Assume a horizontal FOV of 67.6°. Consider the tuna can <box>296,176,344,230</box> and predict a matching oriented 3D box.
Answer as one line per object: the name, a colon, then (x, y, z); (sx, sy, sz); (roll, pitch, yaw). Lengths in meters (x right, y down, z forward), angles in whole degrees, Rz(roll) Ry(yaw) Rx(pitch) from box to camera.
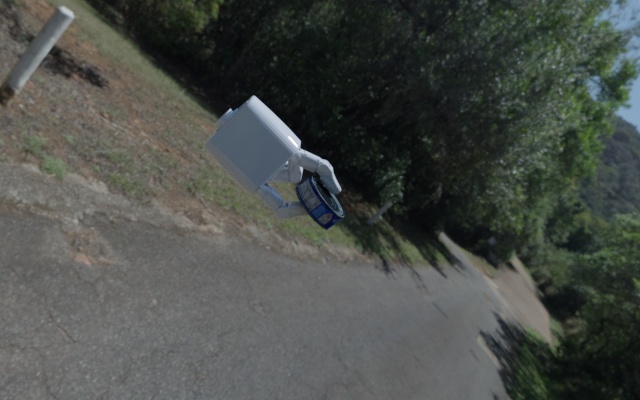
tuna can: (0.001, 0.002, 0.762); (0.034, 0.086, 0.086); (-37, -10, 14)
